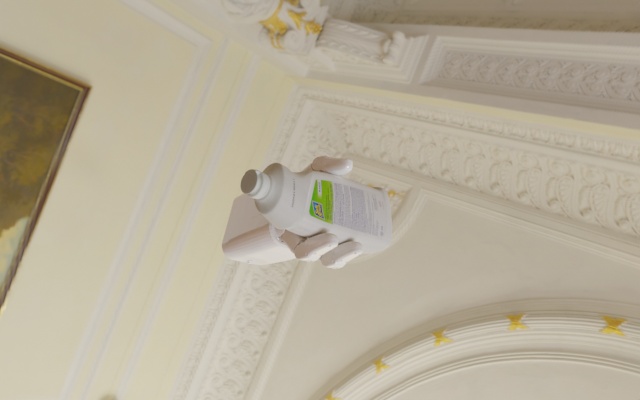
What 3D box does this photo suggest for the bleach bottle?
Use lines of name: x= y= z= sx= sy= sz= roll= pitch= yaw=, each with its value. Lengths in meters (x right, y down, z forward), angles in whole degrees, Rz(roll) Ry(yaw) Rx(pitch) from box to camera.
bleach bottle: x=0.000 y=0.002 z=0.623 sx=0.068 sy=0.102 sz=0.251 roll=-19 pitch=-26 yaw=35
